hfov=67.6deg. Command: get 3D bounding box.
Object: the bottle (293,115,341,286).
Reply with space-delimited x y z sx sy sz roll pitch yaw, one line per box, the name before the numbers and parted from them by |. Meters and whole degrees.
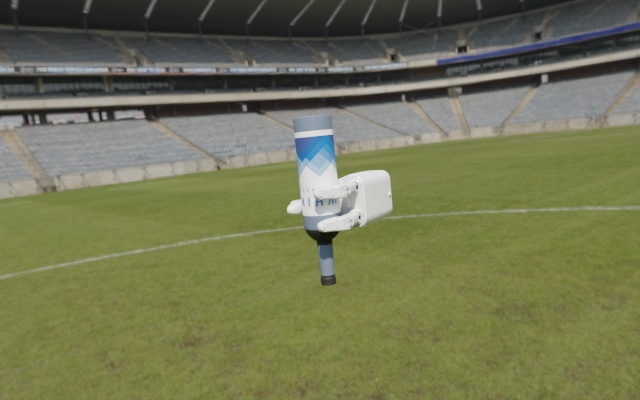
bottle | 0.000 0.002 0.832 0.069 0.296 0.069 -6 7 1
